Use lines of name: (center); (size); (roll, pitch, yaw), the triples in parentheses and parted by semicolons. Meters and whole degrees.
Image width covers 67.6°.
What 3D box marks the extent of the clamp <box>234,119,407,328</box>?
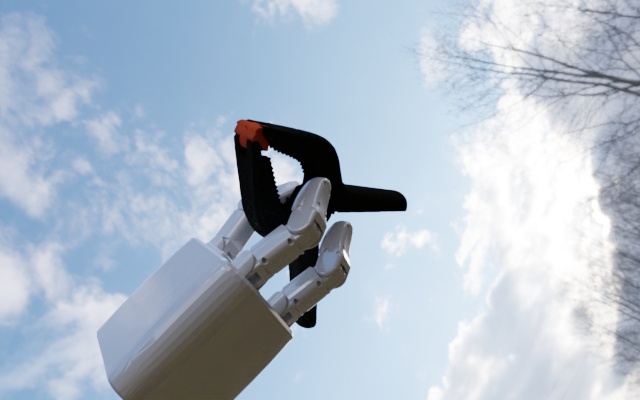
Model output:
clamp: (-0.001, 0.001, 0.414); (0.036, 0.164, 0.210); (27, -25, 43)
